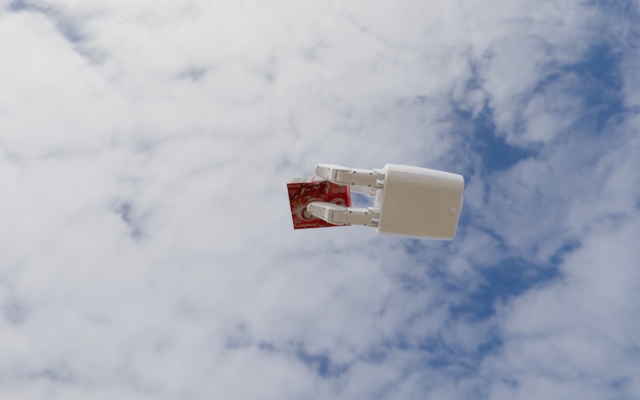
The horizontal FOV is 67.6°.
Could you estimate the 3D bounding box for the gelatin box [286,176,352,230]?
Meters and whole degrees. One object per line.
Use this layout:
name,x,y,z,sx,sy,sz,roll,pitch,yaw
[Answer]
gelatin box,0.000,0.002,0.695,0.089,0.073,0.030,-4,21,11
